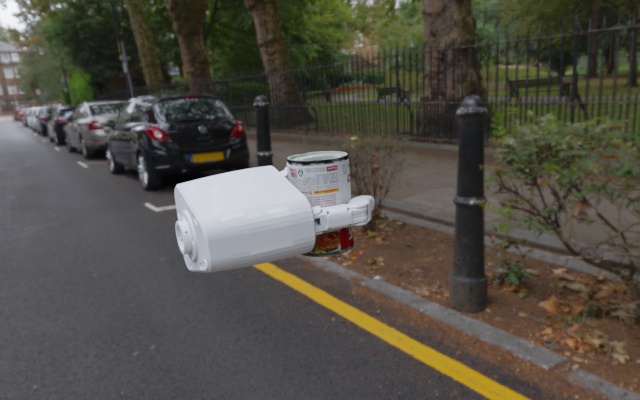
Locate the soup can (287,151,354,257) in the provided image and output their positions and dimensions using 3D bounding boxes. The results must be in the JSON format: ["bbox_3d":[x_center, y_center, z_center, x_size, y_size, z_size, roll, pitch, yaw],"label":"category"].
[{"bbox_3d":[0.001,0.001,0.518,0.068,0.102,0.068,-4,14,1],"label":"soup can"}]
